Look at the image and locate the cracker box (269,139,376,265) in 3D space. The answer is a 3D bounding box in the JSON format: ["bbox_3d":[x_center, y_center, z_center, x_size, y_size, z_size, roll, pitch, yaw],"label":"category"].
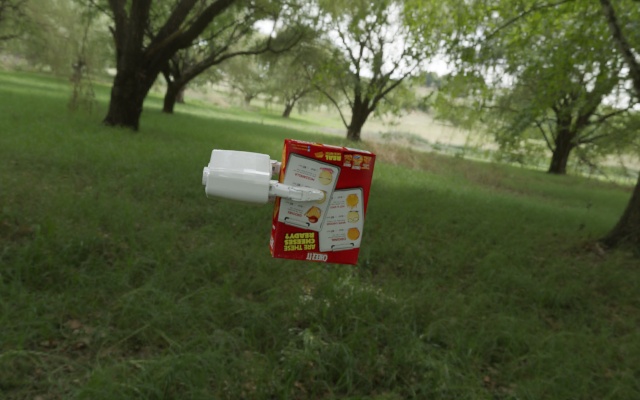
[{"bbox_3d":[0.000,0.003,0.891,0.164,0.214,0.072,7,11,-12],"label":"cracker box"}]
